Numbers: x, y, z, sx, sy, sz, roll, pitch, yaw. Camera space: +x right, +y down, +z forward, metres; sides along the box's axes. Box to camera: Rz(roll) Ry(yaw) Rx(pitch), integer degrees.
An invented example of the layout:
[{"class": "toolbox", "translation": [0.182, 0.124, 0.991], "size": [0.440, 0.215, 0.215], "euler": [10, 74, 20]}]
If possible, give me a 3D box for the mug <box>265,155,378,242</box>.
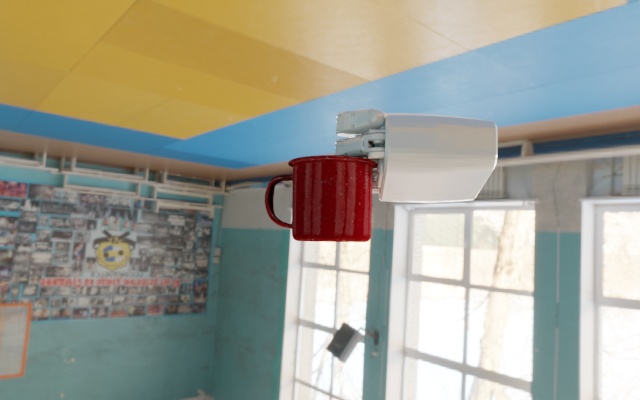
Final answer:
[{"class": "mug", "translation": [-0.001, 0.002, 0.492], "size": [0.117, 0.081, 0.093], "euler": [1, -5, 4]}]
